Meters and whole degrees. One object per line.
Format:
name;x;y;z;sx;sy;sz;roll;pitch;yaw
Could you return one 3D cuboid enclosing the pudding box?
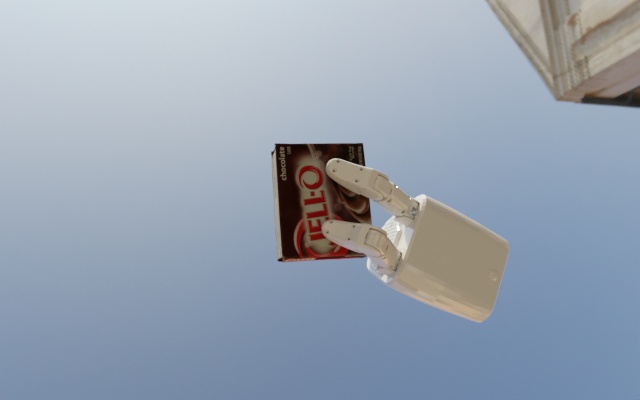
pudding box;0.000;0.002;0.466;0.090;0.113;0.039;-2;-12;-16
